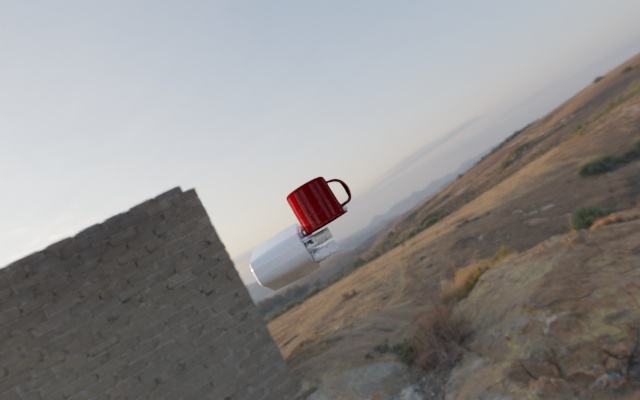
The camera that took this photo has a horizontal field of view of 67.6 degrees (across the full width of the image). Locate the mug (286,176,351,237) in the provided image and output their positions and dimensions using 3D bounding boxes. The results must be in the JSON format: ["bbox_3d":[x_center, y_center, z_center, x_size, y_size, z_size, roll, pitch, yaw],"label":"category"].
[{"bbox_3d":[0.001,0.002,0.878,0.117,0.081,0.093,-31,-5,-1],"label":"mug"}]
